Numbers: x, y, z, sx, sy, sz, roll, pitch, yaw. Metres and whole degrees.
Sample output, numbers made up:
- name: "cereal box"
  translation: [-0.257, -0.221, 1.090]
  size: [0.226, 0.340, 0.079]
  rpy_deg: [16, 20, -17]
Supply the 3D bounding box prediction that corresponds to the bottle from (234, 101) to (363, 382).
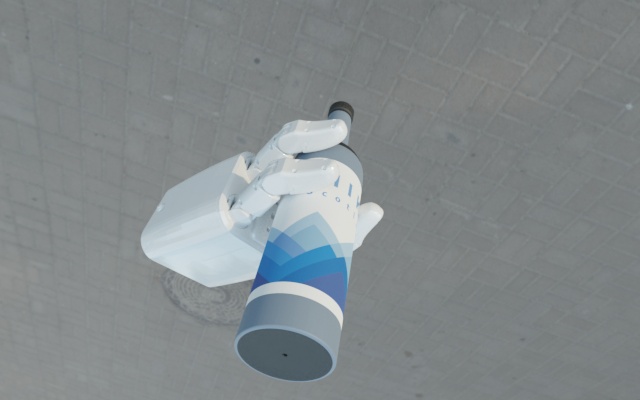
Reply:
- name: "bottle"
  translation: [0.000, 0.002, 0.410]
  size: [0.069, 0.069, 0.295]
  rpy_deg: [0, 42, 12]
